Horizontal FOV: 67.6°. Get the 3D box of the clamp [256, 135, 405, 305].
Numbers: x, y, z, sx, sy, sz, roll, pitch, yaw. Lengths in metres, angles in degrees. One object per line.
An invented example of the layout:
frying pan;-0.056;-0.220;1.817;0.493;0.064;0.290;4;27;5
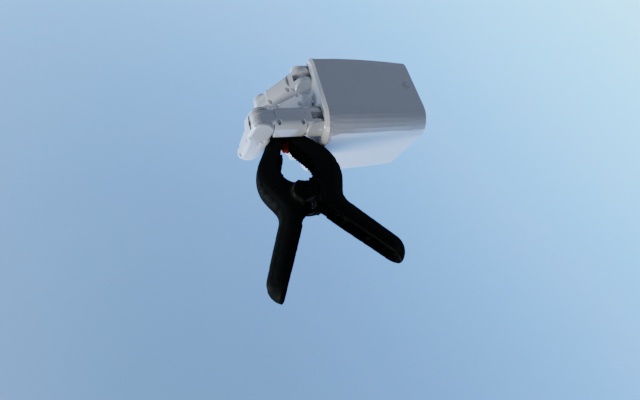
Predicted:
clamp;0.000;0.002;0.428;0.120;0.171;0.039;-6;-28;-14
